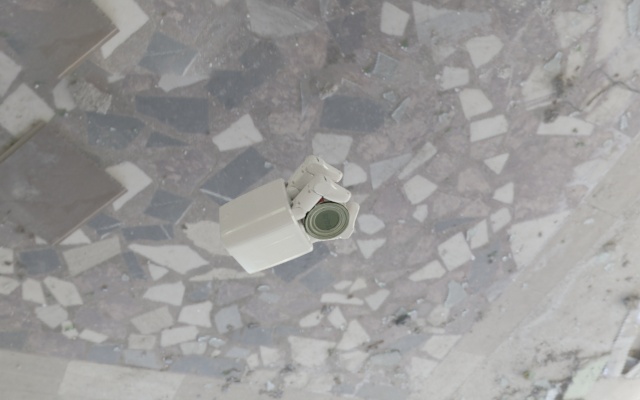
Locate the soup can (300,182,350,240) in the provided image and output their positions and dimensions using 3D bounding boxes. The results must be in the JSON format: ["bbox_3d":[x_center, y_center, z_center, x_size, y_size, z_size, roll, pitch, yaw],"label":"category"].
[{"bbox_3d":[0.001,0.002,0.713,0.068,0.068,0.102,0,33,-13],"label":"soup can"}]
